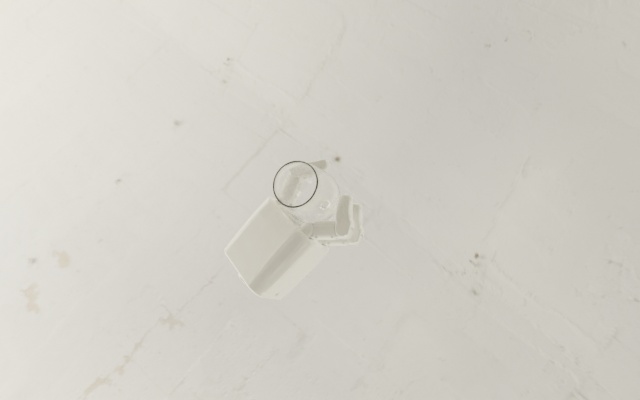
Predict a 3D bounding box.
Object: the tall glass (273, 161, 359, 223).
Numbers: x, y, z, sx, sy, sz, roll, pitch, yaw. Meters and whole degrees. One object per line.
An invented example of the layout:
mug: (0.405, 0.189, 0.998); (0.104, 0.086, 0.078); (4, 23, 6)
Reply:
tall glass: (0.000, 0.002, 0.691); (0.079, 0.079, 0.201); (0, -14, 19)
